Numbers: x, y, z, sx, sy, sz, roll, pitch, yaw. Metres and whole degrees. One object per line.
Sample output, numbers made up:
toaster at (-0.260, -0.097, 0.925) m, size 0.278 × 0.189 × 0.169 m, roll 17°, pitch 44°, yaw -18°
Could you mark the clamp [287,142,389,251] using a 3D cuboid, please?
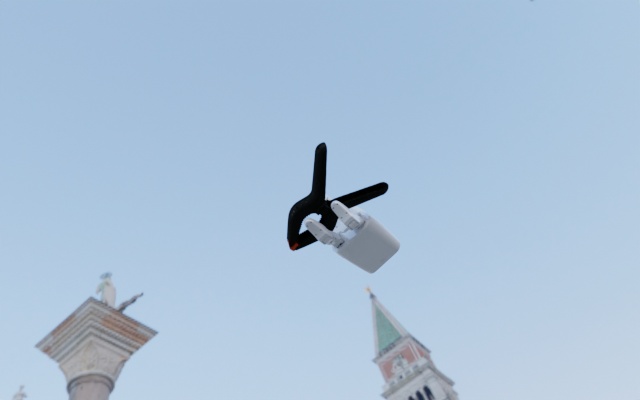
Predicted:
clamp at (0.000, 0.003, 0.861) m, size 0.165 × 0.210 × 0.036 m, roll 38°, pitch 16°, yaw -30°
